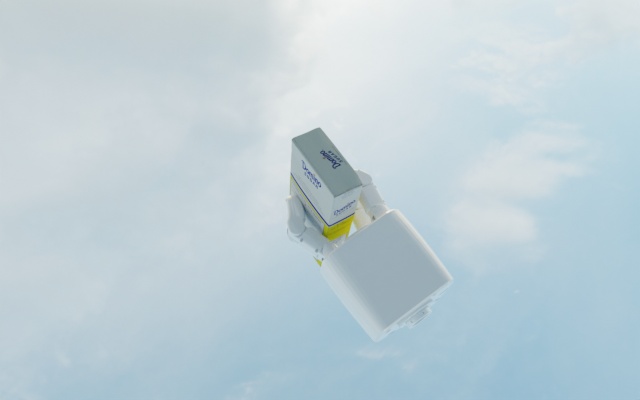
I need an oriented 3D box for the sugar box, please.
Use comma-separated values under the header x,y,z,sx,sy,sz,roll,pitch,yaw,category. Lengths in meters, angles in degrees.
x,y,z,sx,sy,sz,roll,pitch,yaw,category
0.001,0.002,0.595,0.048,0.093,0.176,-25,-26,-22,sugar box
